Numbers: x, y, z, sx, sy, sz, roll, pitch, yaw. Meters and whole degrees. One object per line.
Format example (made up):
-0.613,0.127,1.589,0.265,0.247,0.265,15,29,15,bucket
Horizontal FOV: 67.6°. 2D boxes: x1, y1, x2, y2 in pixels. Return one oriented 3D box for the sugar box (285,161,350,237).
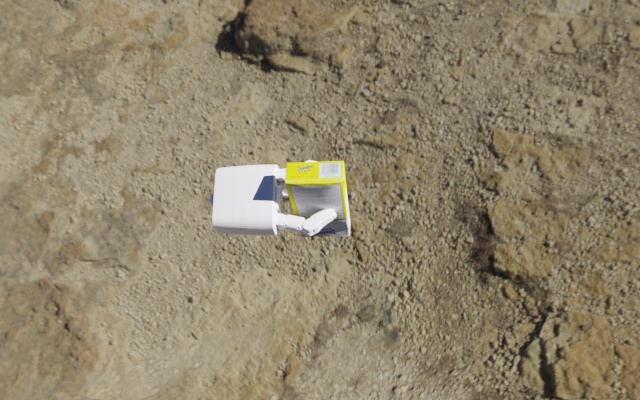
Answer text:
0.000,0.002,0.808,0.093,0.048,0.176,-1,-30,6,sugar box
